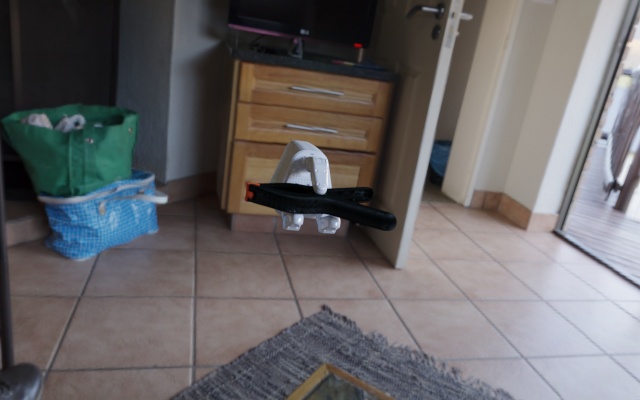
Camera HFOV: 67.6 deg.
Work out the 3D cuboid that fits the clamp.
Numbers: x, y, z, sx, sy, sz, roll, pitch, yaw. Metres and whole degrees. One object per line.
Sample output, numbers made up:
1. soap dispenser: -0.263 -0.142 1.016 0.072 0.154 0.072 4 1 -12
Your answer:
1. clamp: 0.000 0.001 0.681 0.210 0.036 0.164 5 14 -14
